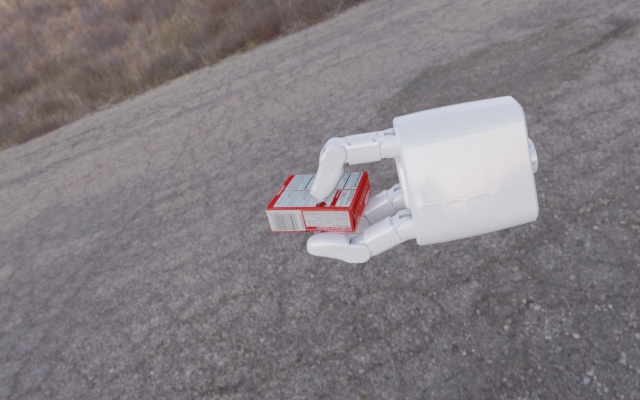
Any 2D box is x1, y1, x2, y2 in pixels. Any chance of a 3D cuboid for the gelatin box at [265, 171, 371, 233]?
[{"bbox_3d":[0.000,0.001,0.477,0.089,0.030,0.073,-1,30,19],"label":"gelatin box"}]
